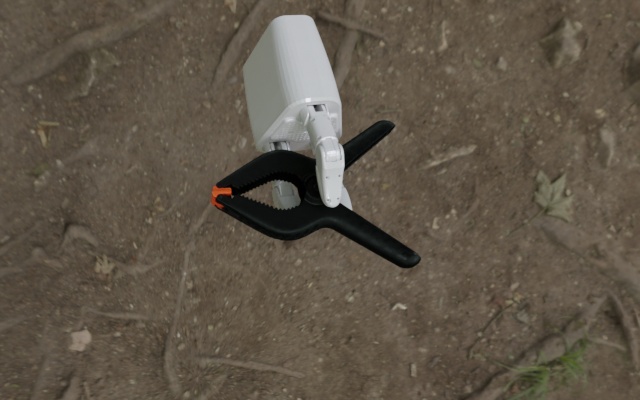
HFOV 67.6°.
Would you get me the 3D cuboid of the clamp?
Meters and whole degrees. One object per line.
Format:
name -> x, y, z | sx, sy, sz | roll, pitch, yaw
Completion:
clamp -> 0.000, 0.001, 0.478 | 0.210, 0.164, 0.036 | -9, -19, -17
